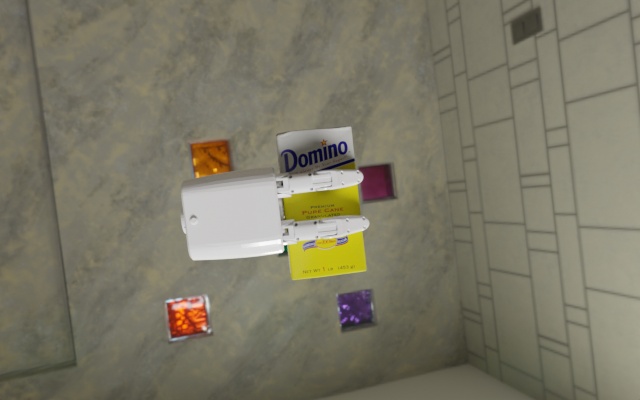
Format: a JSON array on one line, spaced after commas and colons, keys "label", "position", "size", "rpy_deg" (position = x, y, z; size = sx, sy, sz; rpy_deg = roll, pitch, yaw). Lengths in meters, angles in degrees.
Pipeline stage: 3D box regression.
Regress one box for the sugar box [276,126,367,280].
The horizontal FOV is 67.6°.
[{"label": "sugar box", "position": [0.000, 0.002, 0.582], "size": [0.093, 0.176, 0.048], "rpy_deg": [-7, 1, -6]}]
